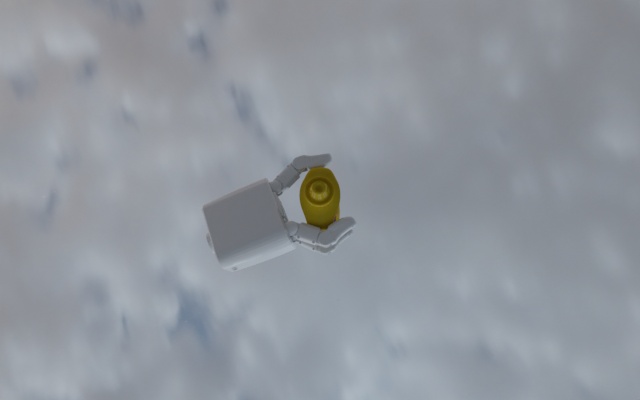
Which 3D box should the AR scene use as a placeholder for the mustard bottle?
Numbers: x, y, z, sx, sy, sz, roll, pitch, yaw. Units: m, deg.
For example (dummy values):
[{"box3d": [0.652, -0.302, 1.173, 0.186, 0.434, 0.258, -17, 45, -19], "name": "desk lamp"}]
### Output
[{"box3d": [0.000, 0.002, 0.716, 0.058, 0.096, 0.192, 2, -12, 3], "name": "mustard bottle"}]
